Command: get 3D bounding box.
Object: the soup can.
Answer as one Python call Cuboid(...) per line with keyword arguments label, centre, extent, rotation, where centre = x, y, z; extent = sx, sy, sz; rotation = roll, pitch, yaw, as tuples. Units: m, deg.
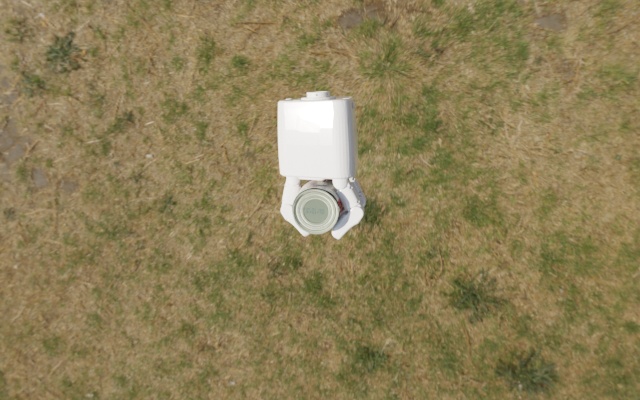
Cuboid(label="soup can", centre=(0.000, 0.003, 0.696), extent=(0.068, 0.068, 0.102), rotation=(0, 15, 8))
